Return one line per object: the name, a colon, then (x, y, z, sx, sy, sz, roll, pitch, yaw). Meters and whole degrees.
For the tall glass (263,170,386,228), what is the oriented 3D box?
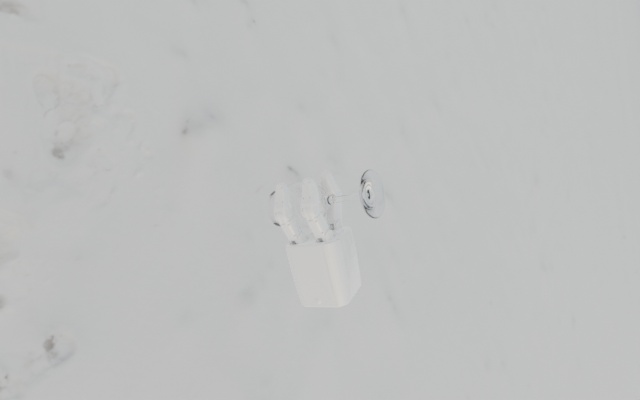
tall glass: (0.001, 0.002, 0.774, 0.201, 0.079, 0.079, -8, -5, 37)
